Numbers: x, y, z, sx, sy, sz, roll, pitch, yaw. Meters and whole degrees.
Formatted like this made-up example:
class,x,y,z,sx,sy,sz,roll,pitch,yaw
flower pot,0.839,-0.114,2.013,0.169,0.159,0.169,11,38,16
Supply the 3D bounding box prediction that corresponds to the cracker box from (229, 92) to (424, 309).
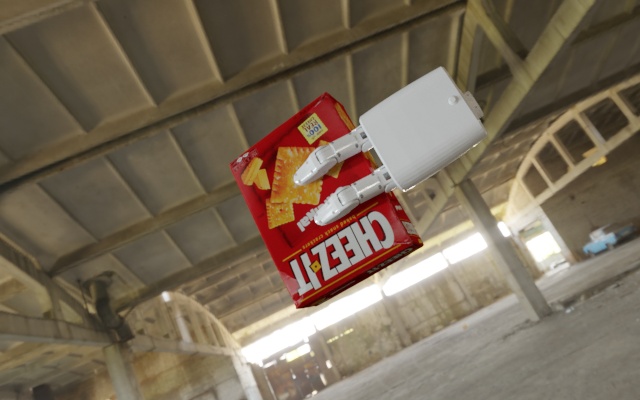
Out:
class,x,y,z,sx,sy,sz,roll,pitch,yaw
cracker box,0.000,0.002,0.594,0.164,0.213,0.072,-33,-18,17
